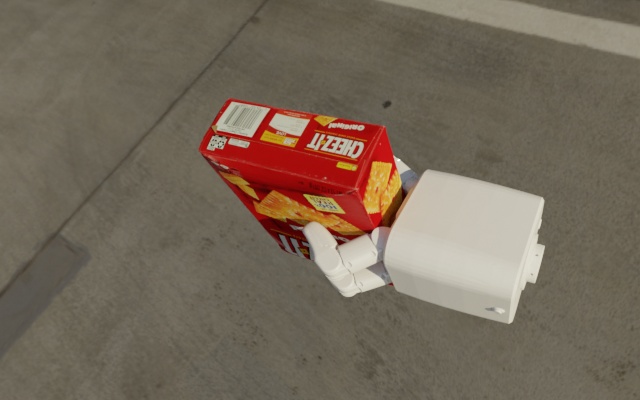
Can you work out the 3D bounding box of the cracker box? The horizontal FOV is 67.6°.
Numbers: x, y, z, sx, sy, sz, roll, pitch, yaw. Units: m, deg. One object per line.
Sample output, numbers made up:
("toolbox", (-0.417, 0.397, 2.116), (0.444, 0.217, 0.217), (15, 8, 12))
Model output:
("cracker box", (0.000, 0.001, 0.483), (0.164, 0.072, 0.214), (15, -24, 27))
